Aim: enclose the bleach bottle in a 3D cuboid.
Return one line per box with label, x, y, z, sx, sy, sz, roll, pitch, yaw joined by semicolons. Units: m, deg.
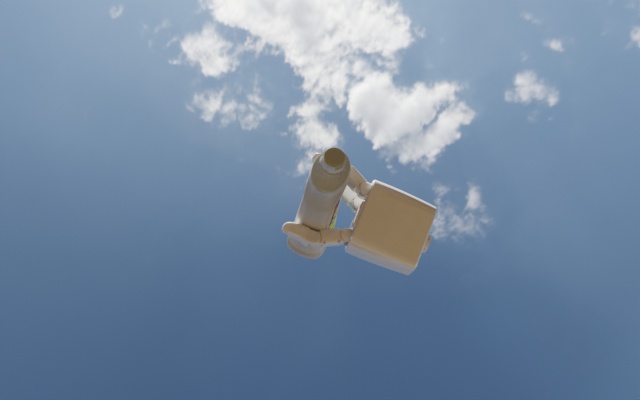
bleach bottle;0.000;0.002;0.718;0.068;0.102;0.251;23;-25;3
